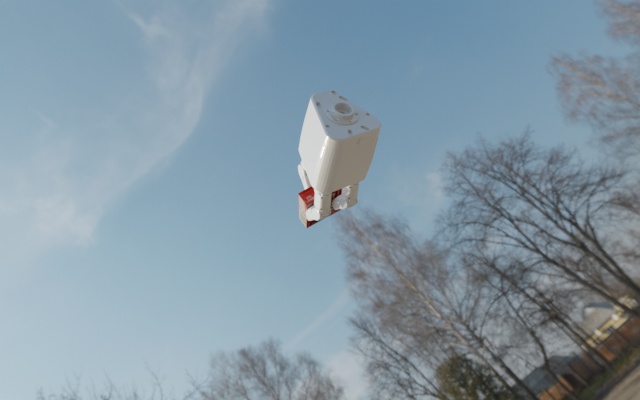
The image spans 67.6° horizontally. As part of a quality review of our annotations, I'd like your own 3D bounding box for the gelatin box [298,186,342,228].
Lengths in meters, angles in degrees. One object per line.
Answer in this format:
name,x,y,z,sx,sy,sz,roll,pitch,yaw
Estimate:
gelatin box,0.000,0.003,0.828,0.073,0.030,0.089,-28,-26,-17
